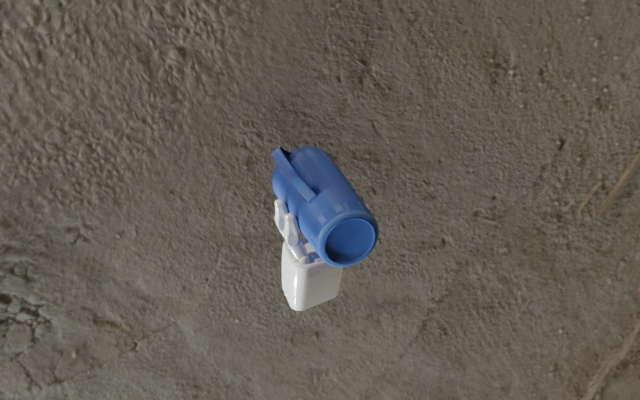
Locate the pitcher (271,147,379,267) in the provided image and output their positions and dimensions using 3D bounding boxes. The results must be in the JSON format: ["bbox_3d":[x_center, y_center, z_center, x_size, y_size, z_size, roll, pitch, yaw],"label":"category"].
[{"bbox_3d":[0.000,0.003,0.847,0.149,0.145,0.242,-3,29,-21],"label":"pitcher"}]
